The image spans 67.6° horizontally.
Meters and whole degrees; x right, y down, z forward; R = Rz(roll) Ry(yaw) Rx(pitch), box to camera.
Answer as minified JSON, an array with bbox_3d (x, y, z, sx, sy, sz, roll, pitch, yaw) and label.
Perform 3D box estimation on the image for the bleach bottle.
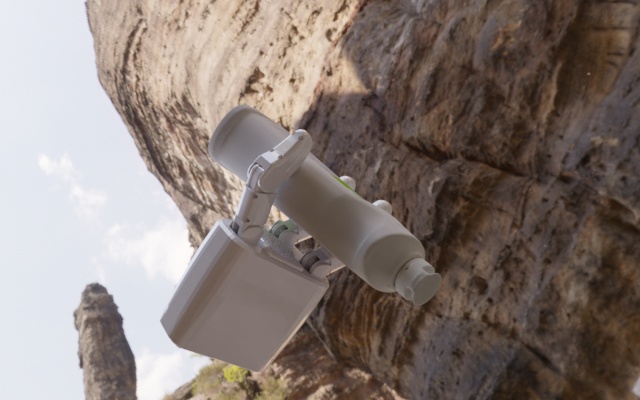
[{"bbox_3d":[0.000,0.001,0.419,0.102,0.068,0.250,29,8,-48],"label":"bleach bottle"}]
